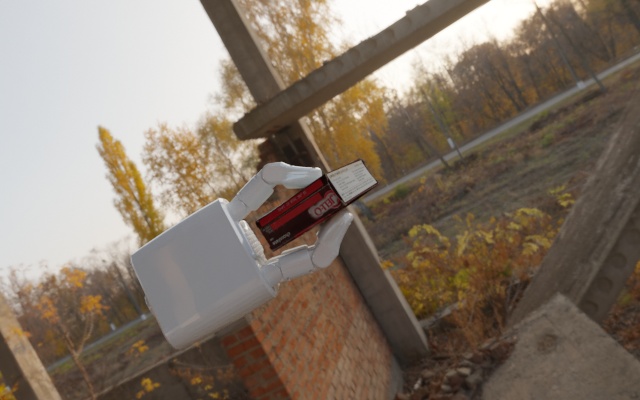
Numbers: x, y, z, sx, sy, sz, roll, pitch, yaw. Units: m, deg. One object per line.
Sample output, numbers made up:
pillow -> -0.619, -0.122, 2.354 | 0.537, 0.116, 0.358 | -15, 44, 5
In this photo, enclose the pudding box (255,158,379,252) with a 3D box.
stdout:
pudding box -> 0.000, 0.001, 0.475 | 0.090, 0.039, 0.113 | -32, 0, 26
